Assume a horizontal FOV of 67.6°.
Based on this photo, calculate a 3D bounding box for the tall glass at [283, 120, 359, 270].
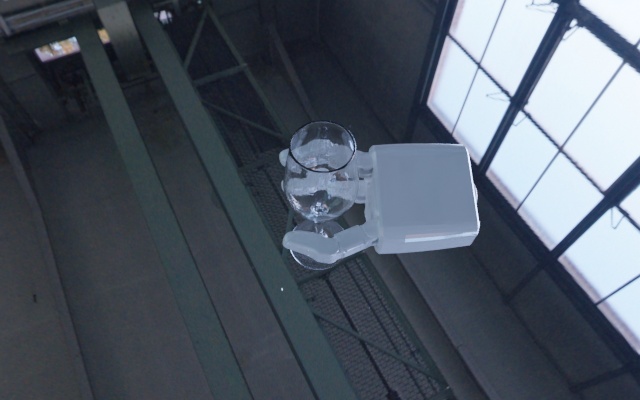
[{"bbox_3d":[0.000,0.002,0.523,0.079,0.079,0.201,0,-32,-1],"label":"tall glass"}]
